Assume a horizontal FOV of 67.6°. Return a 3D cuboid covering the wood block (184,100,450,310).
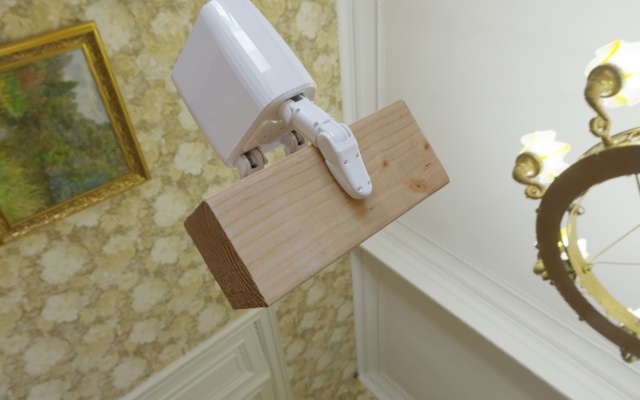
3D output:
[{"bbox_3d":[0.000,0.001,0.418,0.206,0.090,0.091,-31,1,-29],"label":"wood block"}]
